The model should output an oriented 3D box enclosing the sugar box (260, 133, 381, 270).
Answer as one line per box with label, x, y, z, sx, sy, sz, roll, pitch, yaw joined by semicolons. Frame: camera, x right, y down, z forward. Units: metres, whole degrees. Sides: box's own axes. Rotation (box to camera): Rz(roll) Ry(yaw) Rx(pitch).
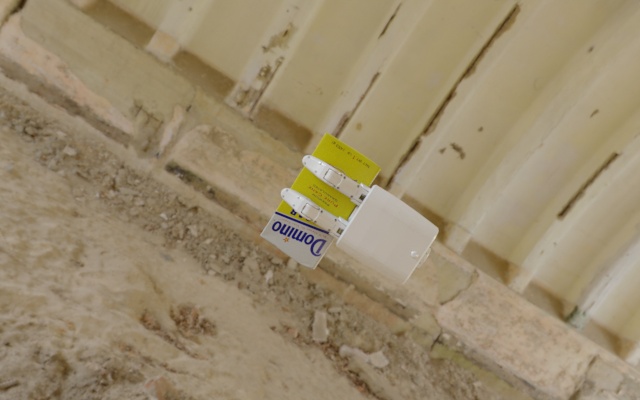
sugar box;0.000;0.002;0.681;0.093;0.176;0.048;33;5;5
